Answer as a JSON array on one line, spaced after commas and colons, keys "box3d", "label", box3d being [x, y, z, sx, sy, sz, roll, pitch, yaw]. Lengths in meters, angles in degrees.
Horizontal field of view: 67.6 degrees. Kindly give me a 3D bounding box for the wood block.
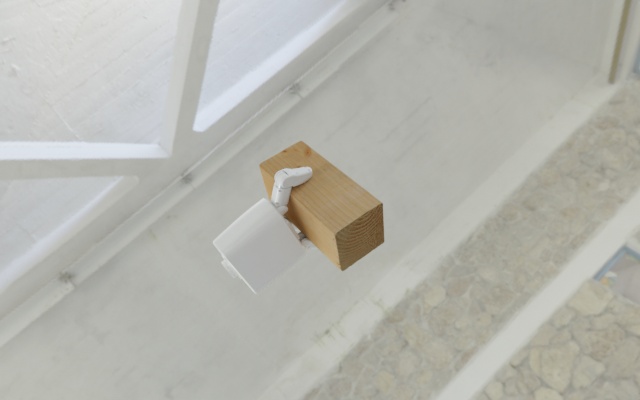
[{"box3d": [0.000, 0.002, 0.760, 0.090, 0.091, 0.206, -32, 49, -20], "label": "wood block"}]
